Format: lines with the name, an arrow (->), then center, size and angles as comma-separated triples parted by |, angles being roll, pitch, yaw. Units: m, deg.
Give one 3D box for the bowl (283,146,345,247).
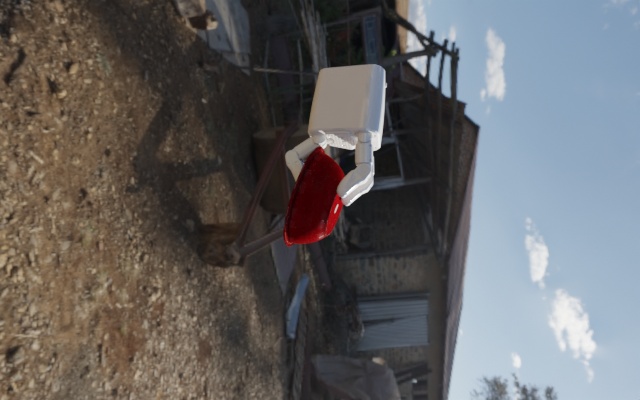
bowl -> 0.000, 0.004, 0.729 | 0.055, 0.162, 0.162 | 19, 4, 11
